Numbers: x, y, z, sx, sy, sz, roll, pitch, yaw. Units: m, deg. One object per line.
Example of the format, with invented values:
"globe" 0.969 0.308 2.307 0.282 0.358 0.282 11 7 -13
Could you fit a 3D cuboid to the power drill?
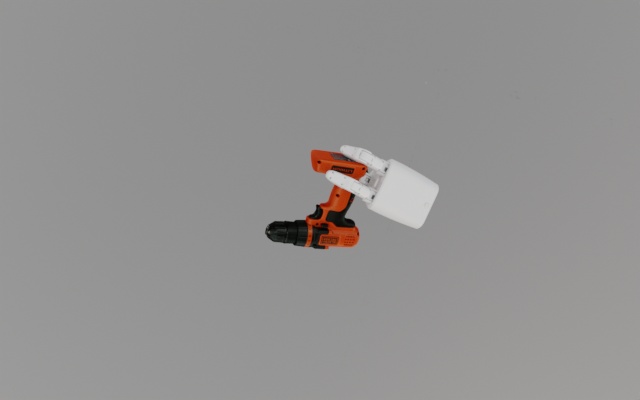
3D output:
"power drill" 0.001 0.003 0.884 0.184 0.188 0.057 4 27 -21
